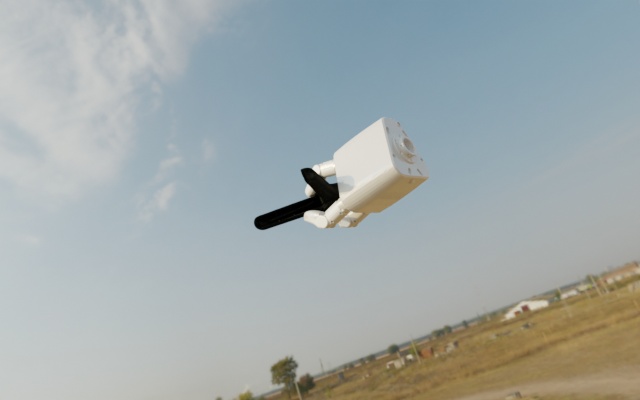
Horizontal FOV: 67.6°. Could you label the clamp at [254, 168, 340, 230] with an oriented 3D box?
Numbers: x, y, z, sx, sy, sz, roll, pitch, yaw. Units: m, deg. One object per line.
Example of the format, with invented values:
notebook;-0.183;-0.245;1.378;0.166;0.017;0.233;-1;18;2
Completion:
clamp;0.000;0.002;0.801;0.210;0.036;0.165;2;-31;-46
